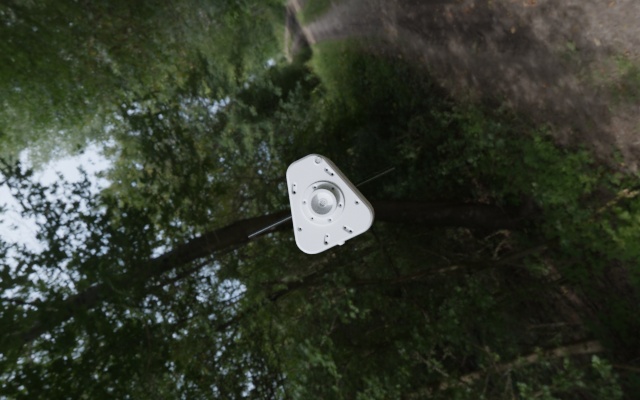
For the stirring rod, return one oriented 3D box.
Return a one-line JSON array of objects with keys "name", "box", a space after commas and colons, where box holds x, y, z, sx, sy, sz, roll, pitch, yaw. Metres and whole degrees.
[{"name": "stirring rod", "box": [0.000, 0.002, 0.712, 0.239, 0.011, 0.011, -25, -2, 4]}]
